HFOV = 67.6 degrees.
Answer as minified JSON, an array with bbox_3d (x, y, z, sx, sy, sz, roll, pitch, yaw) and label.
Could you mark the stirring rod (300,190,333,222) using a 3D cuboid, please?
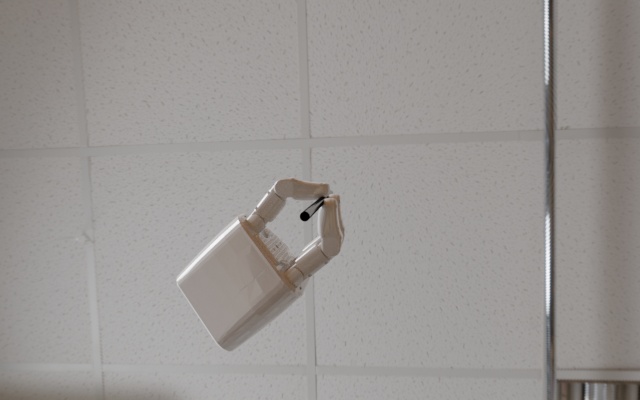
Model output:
[{"bbox_3d":[0.000,0.002,0.493,0.011,0.011,0.239,0,5,6],"label":"stirring rod"}]
